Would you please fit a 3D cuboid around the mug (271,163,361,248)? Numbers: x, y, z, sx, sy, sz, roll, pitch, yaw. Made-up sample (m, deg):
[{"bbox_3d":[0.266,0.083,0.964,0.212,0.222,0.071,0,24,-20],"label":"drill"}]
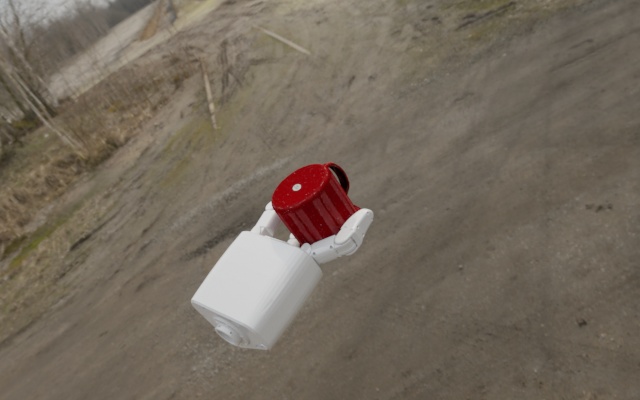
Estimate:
[{"bbox_3d":[0.001,0.001,0.583,0.093,0.117,0.081,-1,-45,44],"label":"mug"}]
